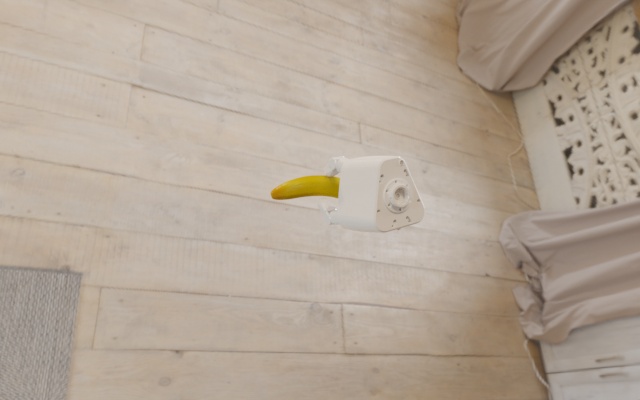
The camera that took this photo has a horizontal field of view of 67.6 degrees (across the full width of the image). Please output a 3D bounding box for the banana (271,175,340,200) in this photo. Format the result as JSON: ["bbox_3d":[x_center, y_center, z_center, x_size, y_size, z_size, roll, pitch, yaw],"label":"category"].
[{"bbox_3d":[0.010,-0.013,0.859,0.198,0.070,0.037,14,19,-27],"label":"banana"}]
